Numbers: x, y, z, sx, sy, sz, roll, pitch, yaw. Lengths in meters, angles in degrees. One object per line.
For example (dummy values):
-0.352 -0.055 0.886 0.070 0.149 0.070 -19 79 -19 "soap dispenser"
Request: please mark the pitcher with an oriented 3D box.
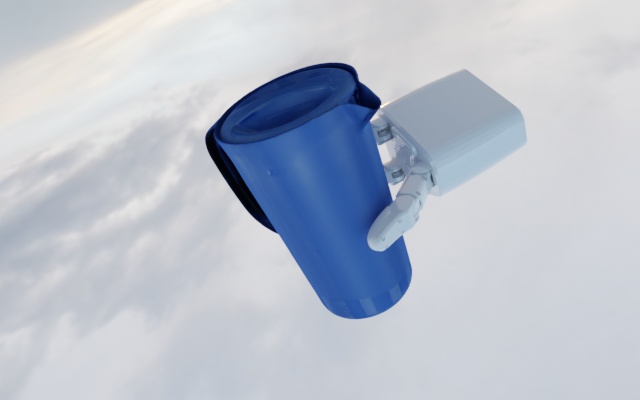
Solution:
0.000 0.001 0.474 0.145 0.243 0.149 -29 33 -8 "pitcher"
